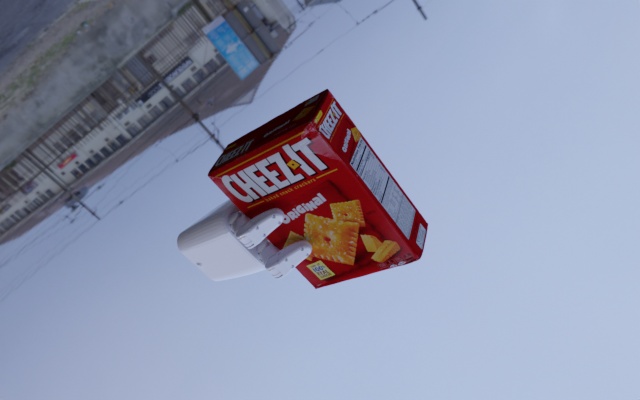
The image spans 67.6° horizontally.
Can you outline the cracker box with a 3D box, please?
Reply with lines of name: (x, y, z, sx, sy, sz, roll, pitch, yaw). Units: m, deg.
cracker box: (0.000, 0.002, 0.562, 0.164, 0.214, 0.072, -22, 31, 35)
